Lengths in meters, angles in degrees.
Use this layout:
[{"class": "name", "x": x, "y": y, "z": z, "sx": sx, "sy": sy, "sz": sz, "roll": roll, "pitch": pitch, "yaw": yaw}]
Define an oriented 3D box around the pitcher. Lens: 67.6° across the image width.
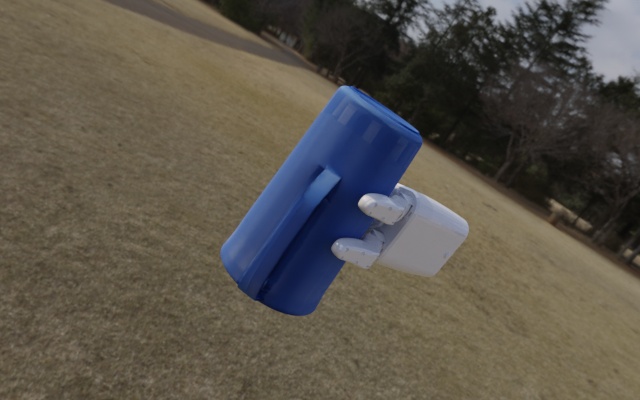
[{"class": "pitcher", "x": 0.000, "y": 0.002, "z": 0.527, "sx": 0.145, "sy": 0.243, "sz": 0.149, "roll": 22, "pitch": 20, "yaw": -35}]
